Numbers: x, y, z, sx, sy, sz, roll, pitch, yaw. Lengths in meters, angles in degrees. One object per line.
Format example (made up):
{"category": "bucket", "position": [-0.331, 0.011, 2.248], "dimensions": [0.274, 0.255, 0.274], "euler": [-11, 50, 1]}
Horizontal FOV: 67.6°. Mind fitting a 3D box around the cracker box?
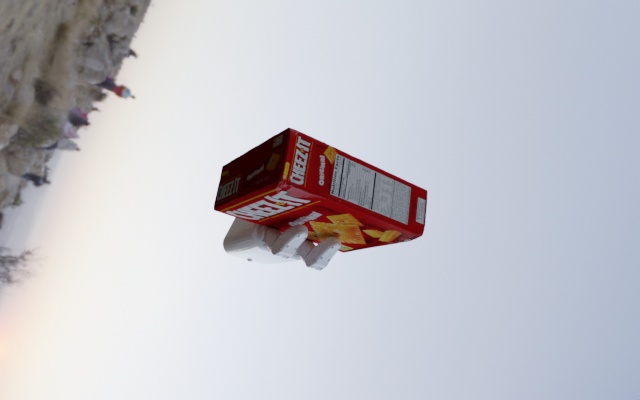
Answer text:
{"category": "cracker box", "position": [0.000, 0.002, 0.598], "dimensions": [0.214, 0.072, 0.164], "euler": [20, -23, -32]}
